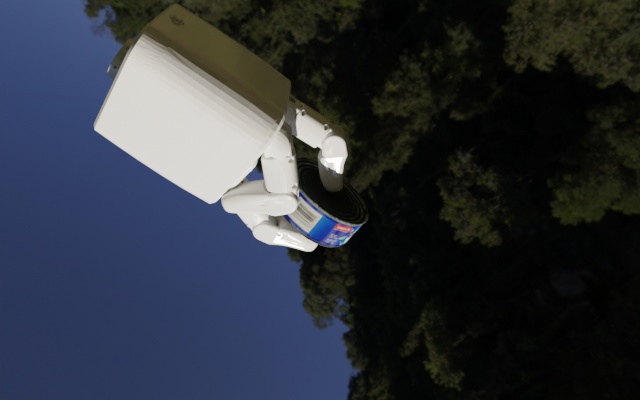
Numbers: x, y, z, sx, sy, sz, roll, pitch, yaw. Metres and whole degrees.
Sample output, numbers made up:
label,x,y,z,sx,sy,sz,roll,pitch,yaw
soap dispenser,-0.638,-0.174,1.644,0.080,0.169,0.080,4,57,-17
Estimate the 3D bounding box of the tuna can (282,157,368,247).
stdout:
label,x,y,z,sx,sy,sz,roll,pitch,yaw
tuna can,0.000,0.002,0.438,0.086,0.086,0.034,0,-44,-53
